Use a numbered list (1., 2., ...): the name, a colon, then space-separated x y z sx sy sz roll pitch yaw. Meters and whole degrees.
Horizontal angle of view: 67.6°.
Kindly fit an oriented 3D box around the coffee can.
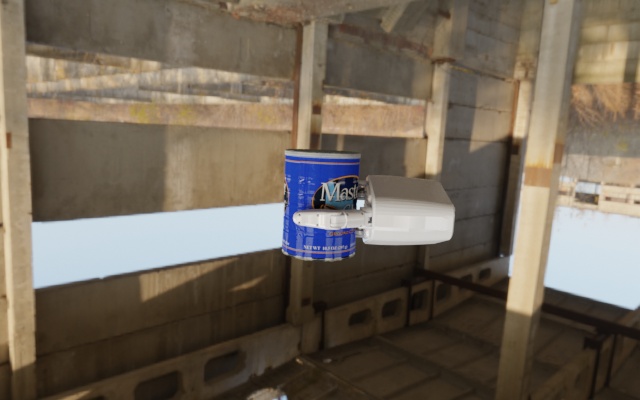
1. coffee can: 0.000 0.002 0.654 0.103 0.140 0.103 3 8 0
